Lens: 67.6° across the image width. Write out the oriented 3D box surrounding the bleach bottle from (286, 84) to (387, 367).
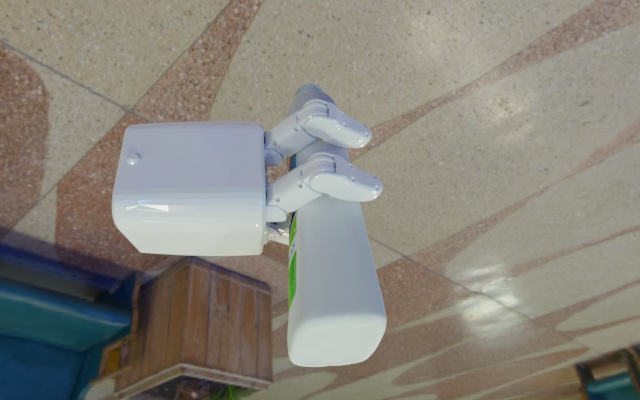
[{"bbox_3d":[0.000,0.001,0.409,0.068,0.250,0.103,-1,-36,-8],"label":"bleach bottle"}]
